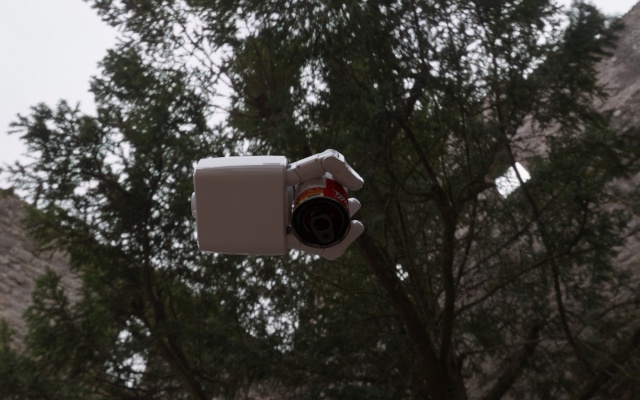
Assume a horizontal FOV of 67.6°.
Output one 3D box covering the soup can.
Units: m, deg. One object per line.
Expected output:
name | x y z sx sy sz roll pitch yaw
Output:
soup can | 0.001 0.002 0.576 0.068 0.068 0.102 0 29 0
